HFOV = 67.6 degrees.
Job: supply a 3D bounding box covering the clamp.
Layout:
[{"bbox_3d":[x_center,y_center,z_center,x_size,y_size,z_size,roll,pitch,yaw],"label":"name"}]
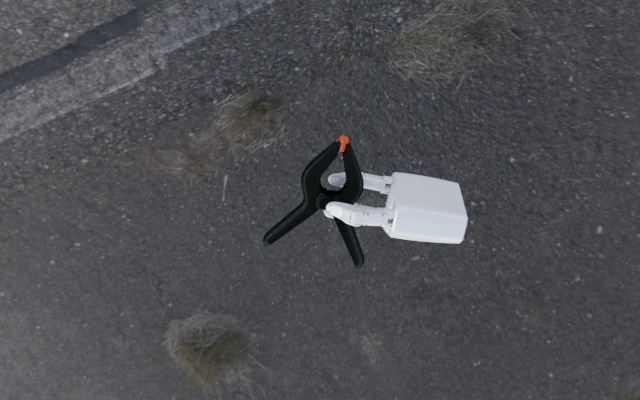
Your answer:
[{"bbox_3d":[0.000,0.002,0.731,0.164,0.210,0.036,7,21,-2],"label":"clamp"}]
